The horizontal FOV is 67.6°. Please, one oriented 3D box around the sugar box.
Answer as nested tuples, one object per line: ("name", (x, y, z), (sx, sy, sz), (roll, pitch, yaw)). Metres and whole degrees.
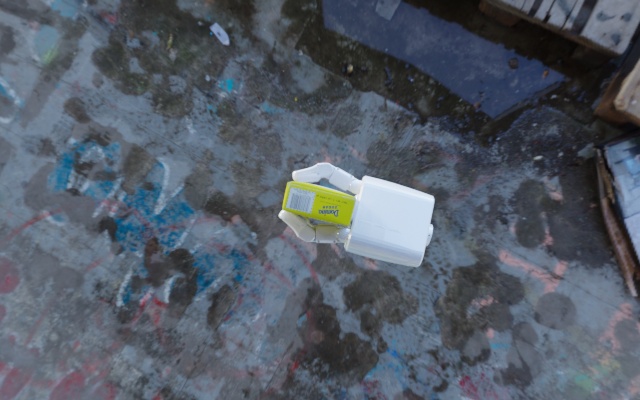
("sugar box", (0.000, 0.003, 0.705), (0.093, 0.048, 0.176), (15, -1, 2))
